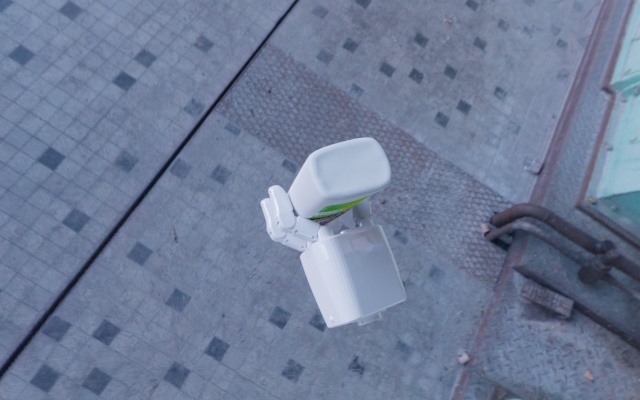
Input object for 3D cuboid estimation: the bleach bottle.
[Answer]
[{"bbox_3d":[0.000,0.002,0.650,0.102,0.068,0.251,-15,-13,-21],"label":"bleach bottle"}]
